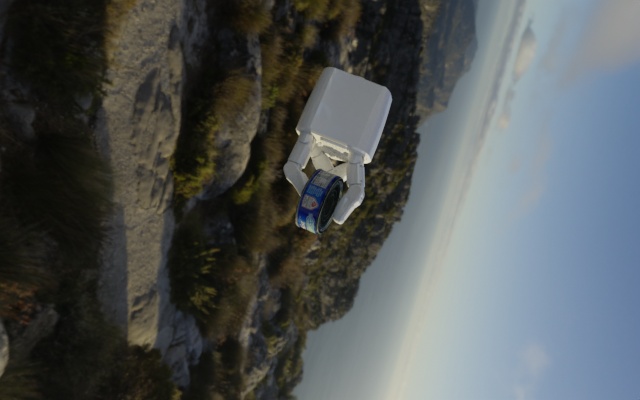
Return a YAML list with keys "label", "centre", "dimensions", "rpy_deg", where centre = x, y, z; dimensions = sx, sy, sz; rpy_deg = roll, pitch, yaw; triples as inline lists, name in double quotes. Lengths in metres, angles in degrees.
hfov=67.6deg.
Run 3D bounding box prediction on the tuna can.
- label: "tuna can"
  centre: [0.001, 0.002, 0.651]
  dimensions: [0.034, 0.086, 0.086]
  rpy_deg: [22, 6, 16]
